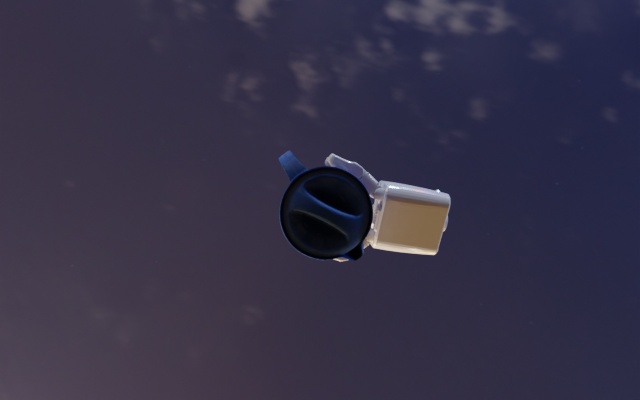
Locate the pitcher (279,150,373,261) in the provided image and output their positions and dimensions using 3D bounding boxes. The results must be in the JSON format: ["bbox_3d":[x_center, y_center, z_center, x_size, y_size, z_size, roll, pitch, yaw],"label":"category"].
[{"bbox_3d":[0.000,0.003,0.785,0.145,0.149,0.243,7,3,-2],"label":"pitcher"}]
